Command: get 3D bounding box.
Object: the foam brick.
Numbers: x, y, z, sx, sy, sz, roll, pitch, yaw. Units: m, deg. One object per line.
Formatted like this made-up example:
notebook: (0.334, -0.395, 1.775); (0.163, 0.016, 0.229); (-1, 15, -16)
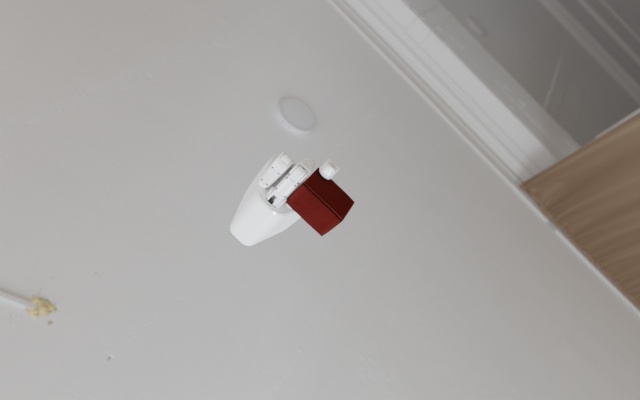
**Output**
foam brick: (0.000, 0.002, 0.699); (0.051, 0.078, 0.053); (-44, 3, 39)
